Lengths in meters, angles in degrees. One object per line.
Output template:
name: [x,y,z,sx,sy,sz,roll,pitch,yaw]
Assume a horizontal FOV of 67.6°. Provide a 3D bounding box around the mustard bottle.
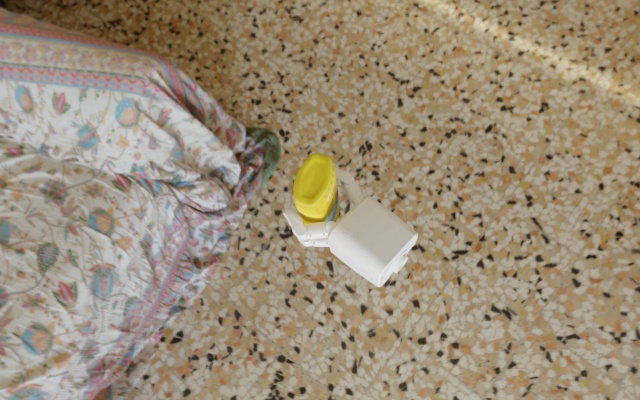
mustard bottle: [0.000,0.002,0.821,0.058,0.096,0.192,13,-21,12]
